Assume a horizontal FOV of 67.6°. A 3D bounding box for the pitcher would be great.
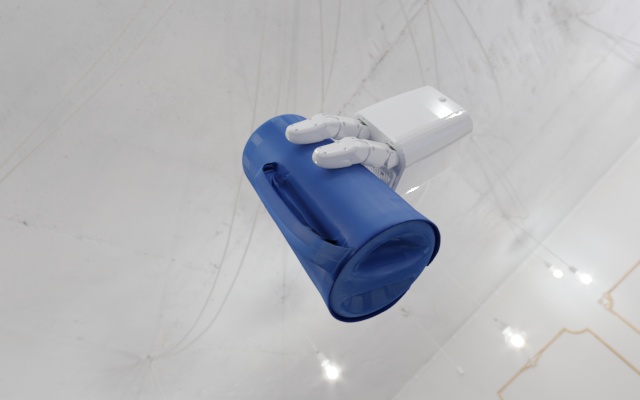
[{"bbox_3d":[0.000,0.002,0.525,0.145,0.149,0.242,-26,48,-17],"label":"pitcher"}]
